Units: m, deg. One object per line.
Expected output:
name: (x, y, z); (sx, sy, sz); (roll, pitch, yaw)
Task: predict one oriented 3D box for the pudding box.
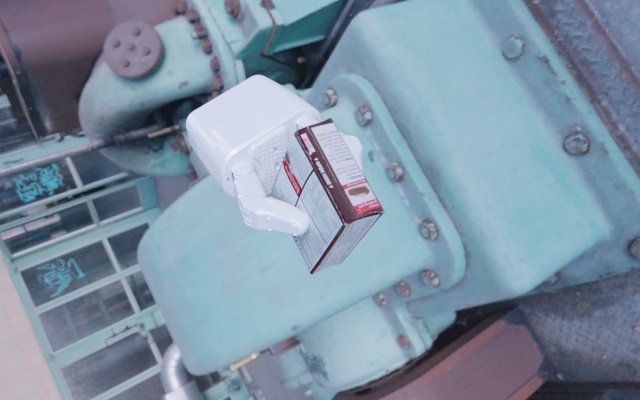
pudding box: (0.000, 0.001, 0.403); (0.039, 0.090, 0.113); (-21, -20, -23)
